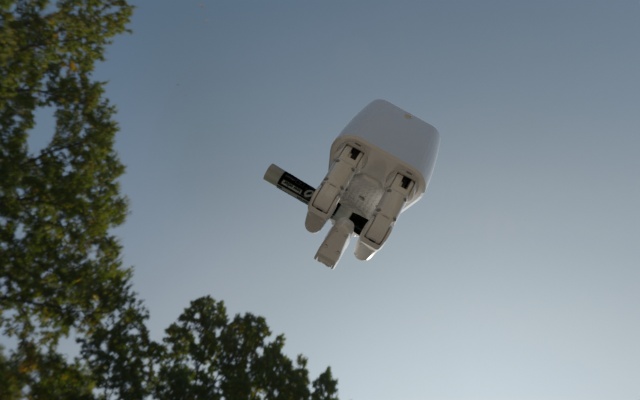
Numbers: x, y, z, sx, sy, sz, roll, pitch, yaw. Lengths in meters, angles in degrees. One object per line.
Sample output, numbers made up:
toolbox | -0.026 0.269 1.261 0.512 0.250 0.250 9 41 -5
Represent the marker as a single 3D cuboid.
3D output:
marker | 0.000 0.002 0.468 0.121 0.020 0.020 30 2 4
